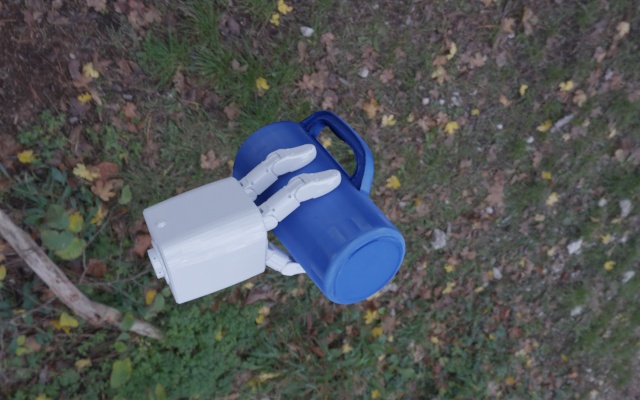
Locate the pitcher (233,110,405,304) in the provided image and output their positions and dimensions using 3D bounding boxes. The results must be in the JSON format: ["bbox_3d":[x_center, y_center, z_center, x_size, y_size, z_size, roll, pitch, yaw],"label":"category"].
[{"bbox_3d":[0.000,0.002,0.596,0.145,0.149,0.242,-19,43,-23],"label":"pitcher"}]
